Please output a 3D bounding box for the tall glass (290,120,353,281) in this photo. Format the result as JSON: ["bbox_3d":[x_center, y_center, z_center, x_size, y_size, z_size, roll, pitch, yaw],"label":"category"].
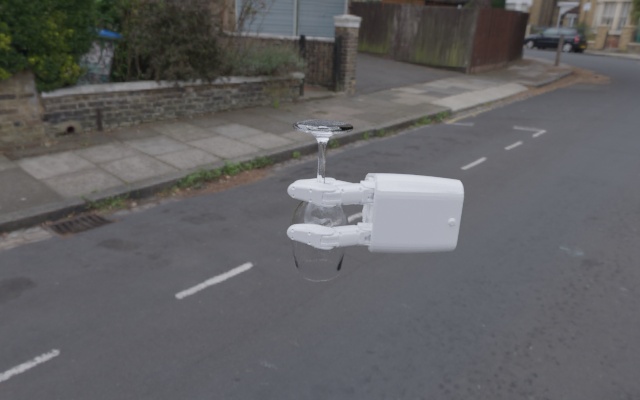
[{"bbox_3d":[0.000,0.001,0.617,0.079,0.201,0.079,2,21,-1],"label":"tall glass"}]
